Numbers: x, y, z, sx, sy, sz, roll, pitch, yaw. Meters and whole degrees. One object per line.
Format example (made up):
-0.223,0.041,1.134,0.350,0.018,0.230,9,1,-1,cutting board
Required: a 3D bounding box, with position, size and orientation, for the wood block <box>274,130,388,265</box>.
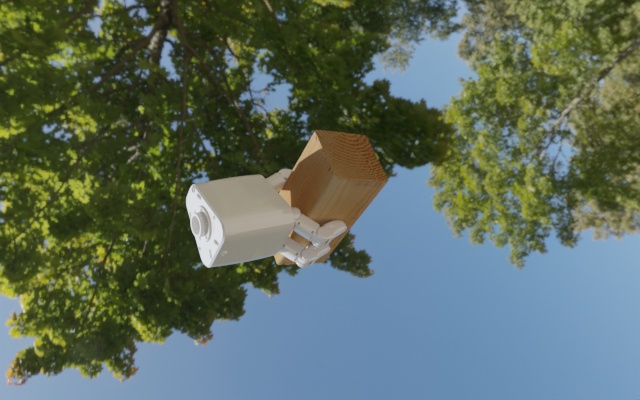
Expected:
0.000,0.002,0.714,0.090,0.090,0.206,2,-39,-31,wood block
